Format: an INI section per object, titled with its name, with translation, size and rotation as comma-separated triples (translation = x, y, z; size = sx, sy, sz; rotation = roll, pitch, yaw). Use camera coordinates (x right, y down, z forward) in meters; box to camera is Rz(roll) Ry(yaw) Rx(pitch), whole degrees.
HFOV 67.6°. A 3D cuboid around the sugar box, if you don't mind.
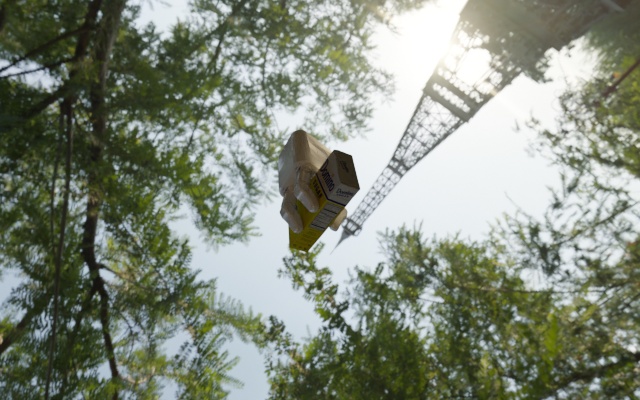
[sugar box]
translation = 0.000, 0.003, 0.845
size = 0.048, 0.093, 0.176
rotation = 17, -52, -23
